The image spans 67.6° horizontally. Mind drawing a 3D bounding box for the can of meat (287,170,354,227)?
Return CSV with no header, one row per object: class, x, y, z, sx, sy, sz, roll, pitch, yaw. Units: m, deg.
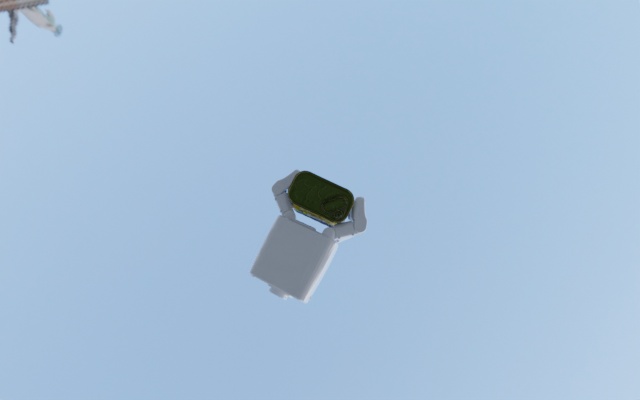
can of meat,0.000,0.003,0.777,0.102,0.057,0.084,25,-12,5
